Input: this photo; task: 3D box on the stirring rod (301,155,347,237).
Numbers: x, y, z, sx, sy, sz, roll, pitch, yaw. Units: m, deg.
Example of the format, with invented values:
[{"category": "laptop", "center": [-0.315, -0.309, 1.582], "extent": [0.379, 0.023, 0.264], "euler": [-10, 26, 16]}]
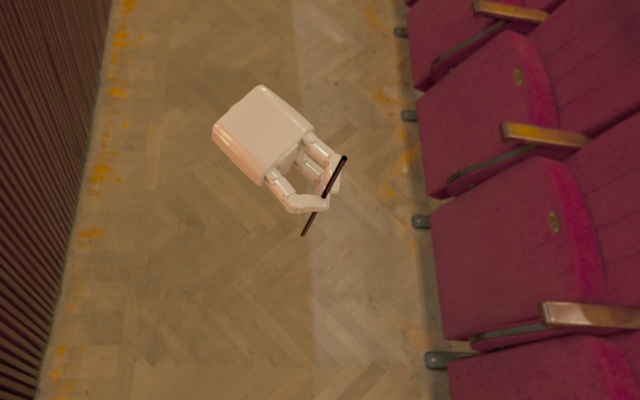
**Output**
[{"category": "stirring rod", "center": [0.000, 0.002, 0.698], "extent": [0.011, 0.011, 0.240], "euler": [0, -27, -16]}]
